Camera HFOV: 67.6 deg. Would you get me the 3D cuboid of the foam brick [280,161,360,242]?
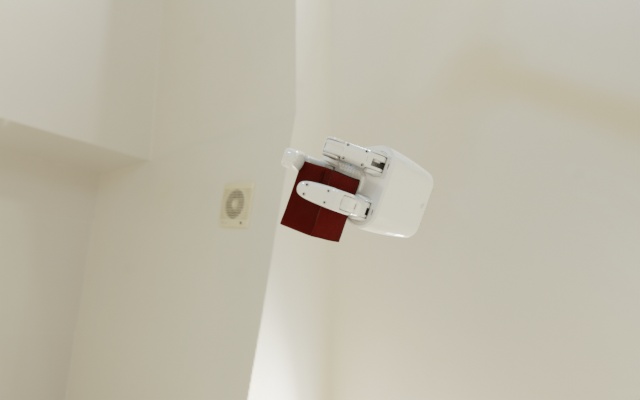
[{"bbox_3d":[0.000,0.002,0.541,0.053,0.078,0.051,21,1,41],"label":"foam brick"}]
